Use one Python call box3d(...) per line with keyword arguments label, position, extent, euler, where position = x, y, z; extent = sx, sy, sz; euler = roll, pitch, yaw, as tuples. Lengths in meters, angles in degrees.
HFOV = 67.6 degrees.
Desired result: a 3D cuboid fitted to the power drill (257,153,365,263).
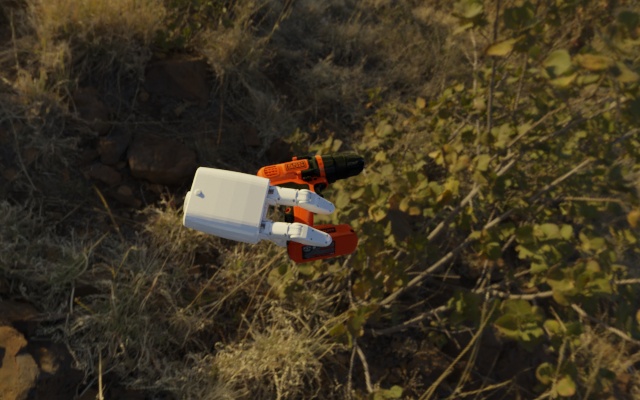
box3d(label="power drill", position=(0.000, 0.003, 0.766), extent=(0.184, 0.187, 0.057), euler=(-12, -41, -6))
